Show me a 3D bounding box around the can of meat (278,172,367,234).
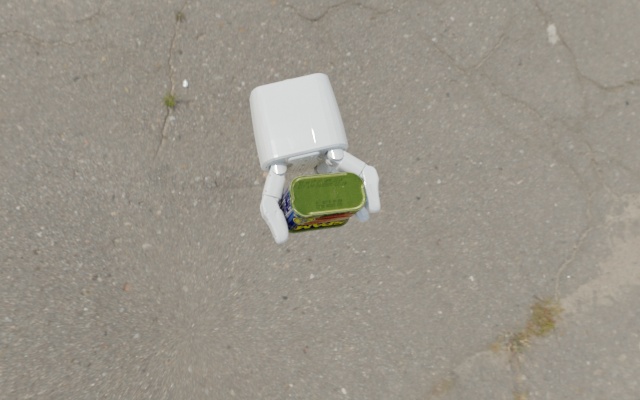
[{"bbox_3d":[0.000,0.002,0.615,0.102,0.057,0.084,-7,-14,-17],"label":"can of meat"}]
